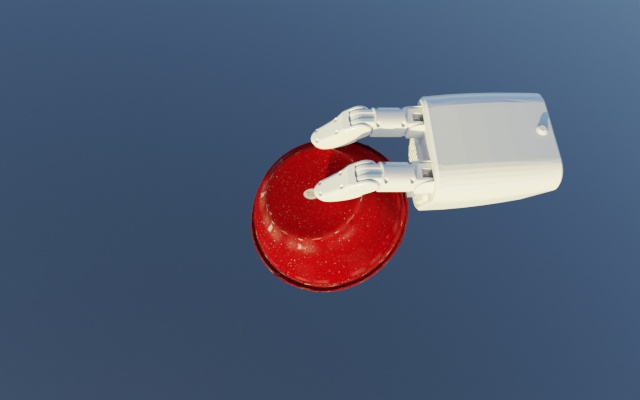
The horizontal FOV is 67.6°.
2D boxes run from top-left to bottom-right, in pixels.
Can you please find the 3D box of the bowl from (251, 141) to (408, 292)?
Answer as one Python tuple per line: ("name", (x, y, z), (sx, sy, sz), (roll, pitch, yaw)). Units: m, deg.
("bowl", (-0.001, 0.002, 0.454), (0.162, 0.162, 0.055), (0, -21, 16))
